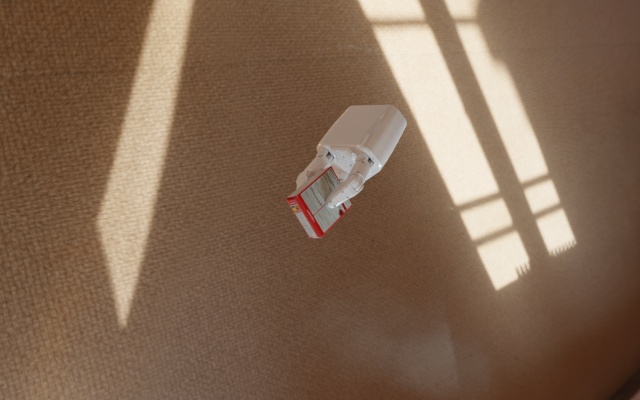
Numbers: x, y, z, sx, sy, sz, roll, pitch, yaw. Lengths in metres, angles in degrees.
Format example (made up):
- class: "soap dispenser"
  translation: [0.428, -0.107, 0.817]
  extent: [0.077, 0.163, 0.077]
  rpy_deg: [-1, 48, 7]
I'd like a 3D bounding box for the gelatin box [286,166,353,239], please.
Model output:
- class: "gelatin box"
  translation: [0.000, 0.002, 0.716]
  extent: [0.030, 0.073, 0.089]
  rpy_deg: [-11, 25, 48]
